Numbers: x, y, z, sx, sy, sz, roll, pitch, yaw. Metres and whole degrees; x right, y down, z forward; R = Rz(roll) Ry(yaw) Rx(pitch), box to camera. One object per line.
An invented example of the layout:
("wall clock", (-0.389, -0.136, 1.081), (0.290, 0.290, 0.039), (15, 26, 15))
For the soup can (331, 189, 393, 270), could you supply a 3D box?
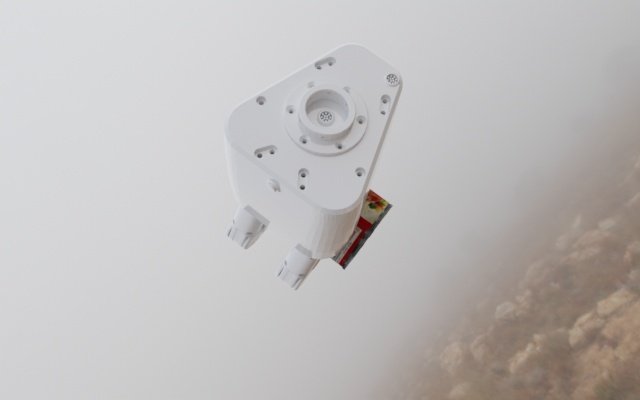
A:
("soup can", (0.000, 0.001, 0.406), (0.102, 0.068, 0.068), (37, 5, 7))
